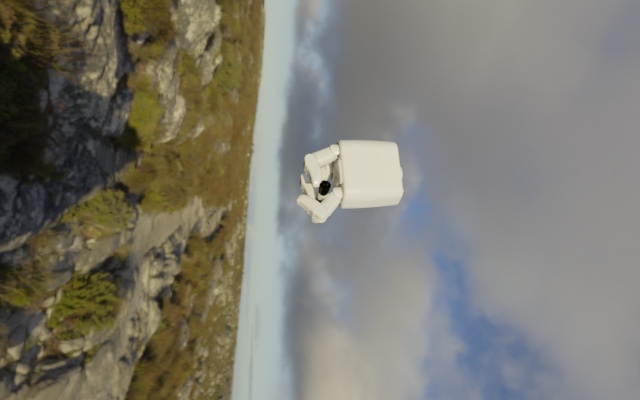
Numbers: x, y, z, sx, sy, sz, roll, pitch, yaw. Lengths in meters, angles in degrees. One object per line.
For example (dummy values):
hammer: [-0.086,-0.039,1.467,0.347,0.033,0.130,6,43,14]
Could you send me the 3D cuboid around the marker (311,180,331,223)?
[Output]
marker: [0.000,0.003,0.827,0.020,0.020,0.121,0,-31,-10]
